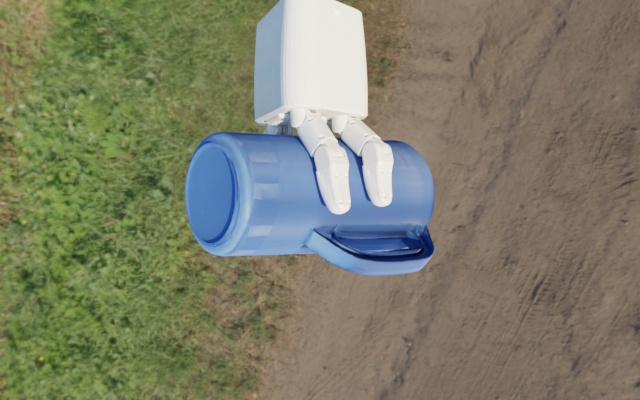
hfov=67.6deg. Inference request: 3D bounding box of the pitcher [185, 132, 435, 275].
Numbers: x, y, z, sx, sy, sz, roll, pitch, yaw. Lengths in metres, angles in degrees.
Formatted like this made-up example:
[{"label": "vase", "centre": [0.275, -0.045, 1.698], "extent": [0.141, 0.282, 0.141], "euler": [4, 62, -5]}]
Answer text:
[{"label": "pitcher", "centre": [0.000, 0.001, 0.481], "extent": [0.243, 0.145, 0.149], "euler": [0, -1, -42]}]
